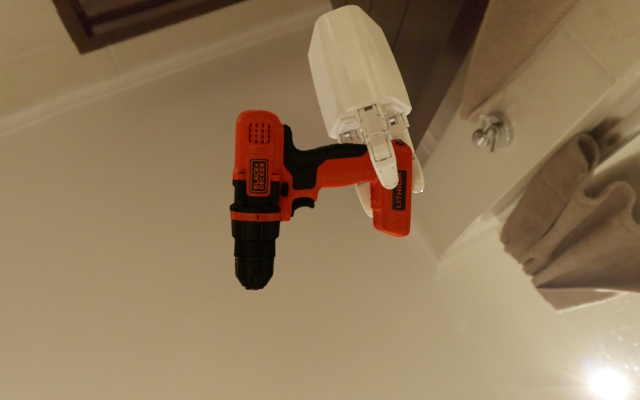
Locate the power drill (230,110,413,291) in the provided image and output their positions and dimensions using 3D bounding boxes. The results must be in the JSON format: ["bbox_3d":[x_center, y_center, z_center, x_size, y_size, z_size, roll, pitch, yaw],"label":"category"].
[{"bbox_3d":[0.001,0.001,0.502,0.187,0.184,0.057,1,6,-14],"label":"power drill"}]
